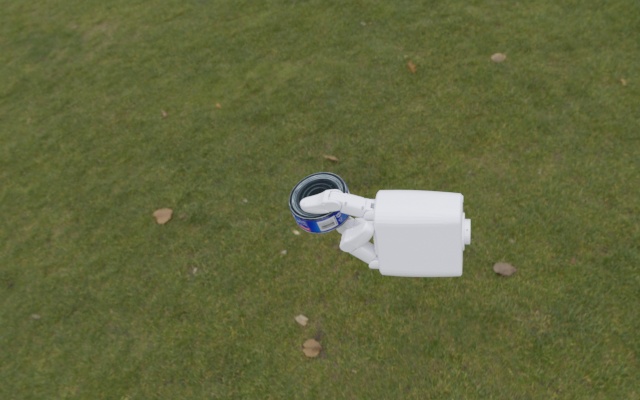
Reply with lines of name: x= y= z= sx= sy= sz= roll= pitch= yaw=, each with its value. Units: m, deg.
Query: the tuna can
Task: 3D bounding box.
tuna can: x=0.000 y=0.002 z=0.664 sx=0.086 sy=0.086 sz=0.034 roll=0 pitch=-38 yaw=21
